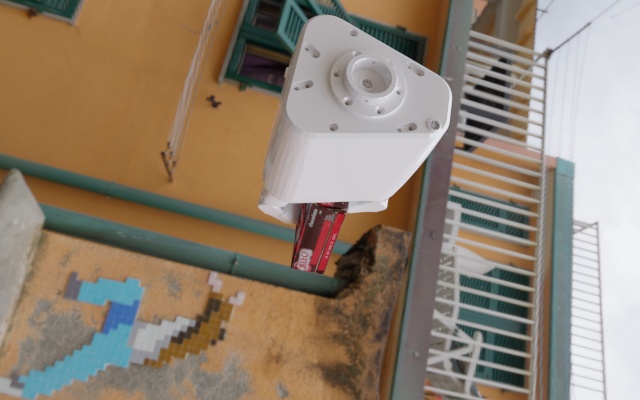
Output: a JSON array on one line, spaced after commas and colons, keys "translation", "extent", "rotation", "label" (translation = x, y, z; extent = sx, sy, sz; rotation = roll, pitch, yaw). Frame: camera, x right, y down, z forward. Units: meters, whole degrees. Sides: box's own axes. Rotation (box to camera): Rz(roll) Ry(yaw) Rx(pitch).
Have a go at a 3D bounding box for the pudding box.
[{"translation": [0.000, 0.002, 0.470], "extent": [0.039, 0.090, 0.113], "rotation": [14, 40, -6], "label": "pudding box"}]
